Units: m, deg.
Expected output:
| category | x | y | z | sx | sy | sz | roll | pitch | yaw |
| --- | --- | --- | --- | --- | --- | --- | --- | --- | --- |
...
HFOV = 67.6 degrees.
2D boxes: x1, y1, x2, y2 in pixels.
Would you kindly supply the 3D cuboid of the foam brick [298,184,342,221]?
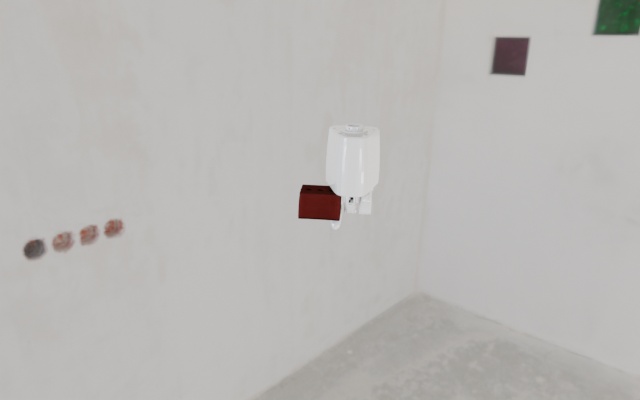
| category | x | y | z | sx | sy | sz | roll | pitch | yaw |
| --- | --- | --- | --- | --- | --- | --- | --- | --- | --- |
| foam brick | 0.000 | 0.003 | 0.887 | 0.078 | 0.051 | 0.053 | 3 | 22 | 4 |
